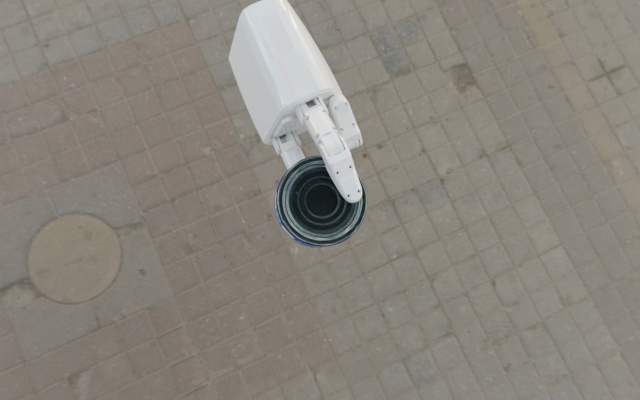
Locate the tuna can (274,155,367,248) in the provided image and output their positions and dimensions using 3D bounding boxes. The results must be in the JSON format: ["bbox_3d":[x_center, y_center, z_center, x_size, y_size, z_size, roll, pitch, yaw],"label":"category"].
[{"bbox_3d":[0.000,0.001,0.448,0.086,0.086,0.034,0,-6,-7],"label":"tuna can"}]
